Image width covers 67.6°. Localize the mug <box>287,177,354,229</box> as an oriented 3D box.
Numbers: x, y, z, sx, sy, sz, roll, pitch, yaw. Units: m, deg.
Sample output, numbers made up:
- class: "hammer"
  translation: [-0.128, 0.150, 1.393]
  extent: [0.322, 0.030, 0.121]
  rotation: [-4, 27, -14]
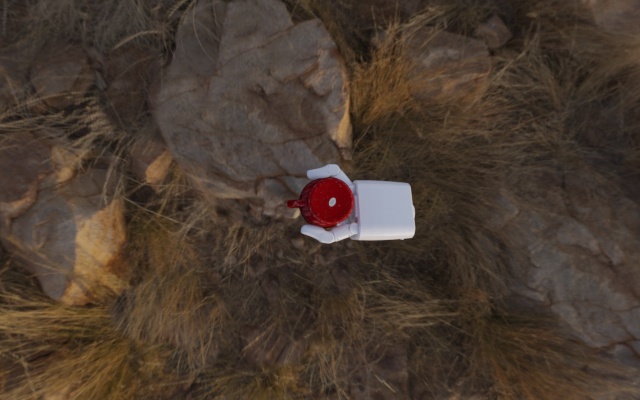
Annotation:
- class: "mug"
  translation: [-0.001, 0.003, 0.836]
  extent: [0.117, 0.093, 0.081]
  rotation: [0, -3, -9]
